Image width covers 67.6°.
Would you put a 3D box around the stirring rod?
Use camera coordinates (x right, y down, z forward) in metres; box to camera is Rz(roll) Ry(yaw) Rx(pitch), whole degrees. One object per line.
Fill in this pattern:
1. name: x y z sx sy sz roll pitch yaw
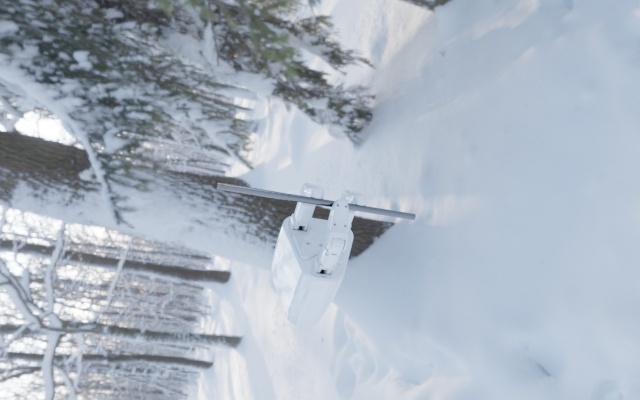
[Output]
1. stirring rod: 0.000 0.002 0.562 0.239 0.011 0.011 9 -2 -13
